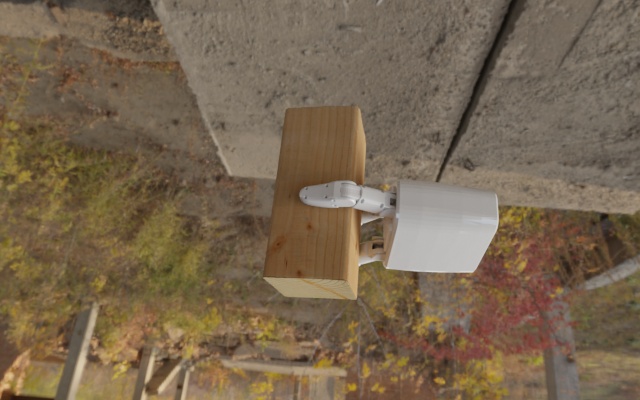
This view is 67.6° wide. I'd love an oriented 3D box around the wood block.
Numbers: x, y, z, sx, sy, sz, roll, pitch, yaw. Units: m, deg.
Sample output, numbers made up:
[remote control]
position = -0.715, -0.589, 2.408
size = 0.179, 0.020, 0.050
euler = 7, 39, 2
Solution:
[wood block]
position = 0.000, 0.002, 0.557
size = 0.090, 0.206, 0.091
euler = 0, -23, 12
